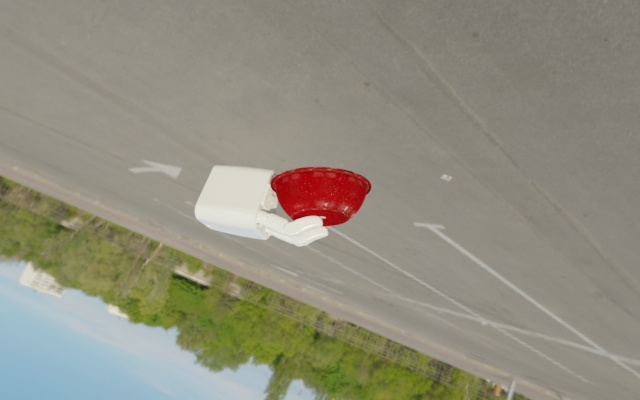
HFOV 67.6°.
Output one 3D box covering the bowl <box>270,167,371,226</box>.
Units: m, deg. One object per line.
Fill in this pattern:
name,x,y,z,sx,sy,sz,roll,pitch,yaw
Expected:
bowl,0.001,0.003,0.753,0.162,0.055,0.162,1,-19,0
